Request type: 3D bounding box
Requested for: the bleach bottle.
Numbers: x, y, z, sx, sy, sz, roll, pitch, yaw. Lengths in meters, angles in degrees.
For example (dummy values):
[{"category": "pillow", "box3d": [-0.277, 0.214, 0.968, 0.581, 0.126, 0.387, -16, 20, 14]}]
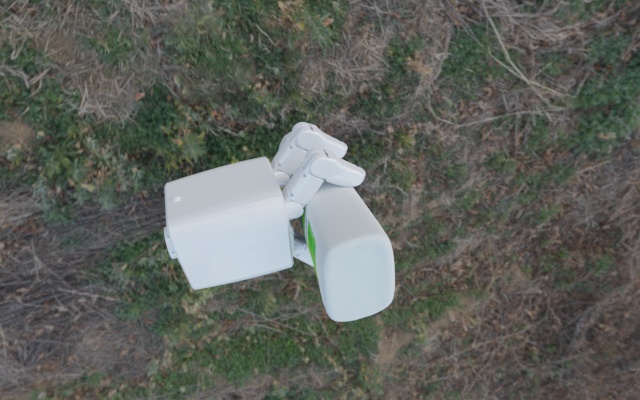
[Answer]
[{"category": "bleach bottle", "box3d": [0.000, 0.002, 0.511, 0.068, 0.103, 0.250, -14, 37, -10]}]
